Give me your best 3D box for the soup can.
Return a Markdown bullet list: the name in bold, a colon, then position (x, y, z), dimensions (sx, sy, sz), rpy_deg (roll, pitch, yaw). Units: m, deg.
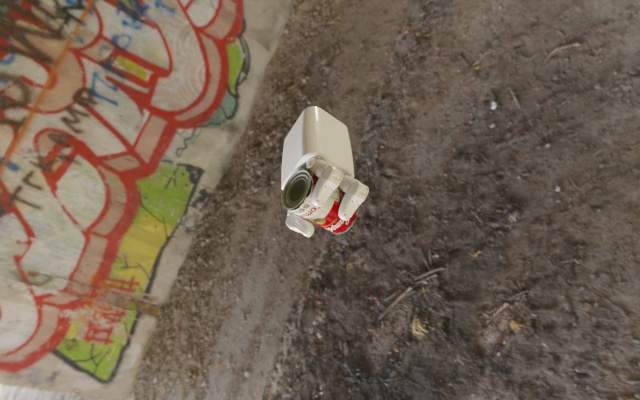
- **soup can**: position (0.000, 0.003, 0.728), dimensions (0.102, 0.068, 0.068), rpy_deg (28, -17, -36)
